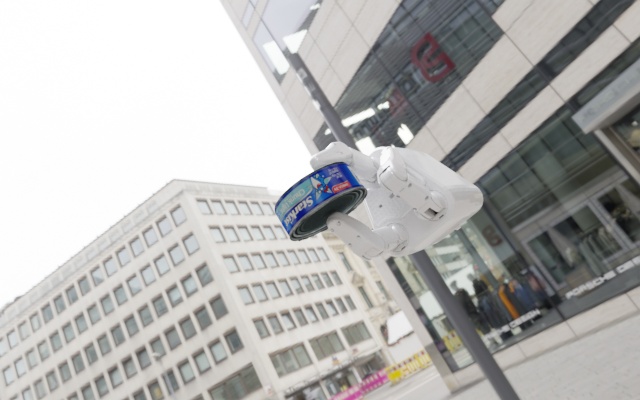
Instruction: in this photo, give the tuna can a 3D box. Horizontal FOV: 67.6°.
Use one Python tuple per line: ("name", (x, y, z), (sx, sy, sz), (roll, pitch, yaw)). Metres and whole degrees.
("tuna can", (0.000, 0.001, 0.451), (0.086, 0.033, 0.086), (-30, -16, -10))
